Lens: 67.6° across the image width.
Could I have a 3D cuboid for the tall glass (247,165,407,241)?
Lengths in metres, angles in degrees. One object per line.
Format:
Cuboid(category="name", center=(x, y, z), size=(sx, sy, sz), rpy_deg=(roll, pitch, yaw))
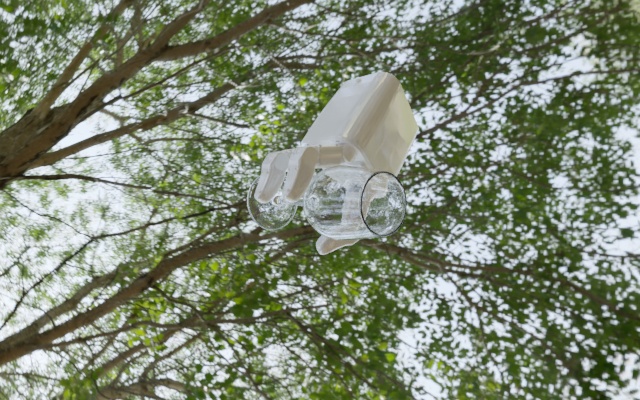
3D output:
Cuboid(category="tall glass", center=(0.000, 0.002, 0.526), size=(0.079, 0.079, 0.201), rpy_deg=(0, 1, -37))
